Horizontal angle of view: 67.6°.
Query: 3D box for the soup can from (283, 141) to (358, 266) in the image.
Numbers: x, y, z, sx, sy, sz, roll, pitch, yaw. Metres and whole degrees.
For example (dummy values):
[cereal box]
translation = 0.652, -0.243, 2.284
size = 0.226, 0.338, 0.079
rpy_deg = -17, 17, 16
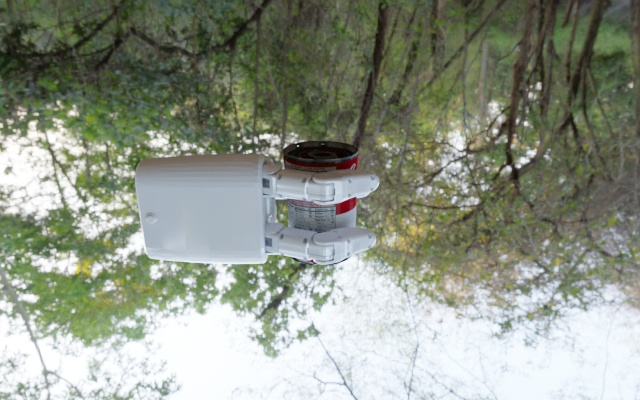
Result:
[soup can]
translation = 0.001, 0.002, 0.448
size = 0.068, 0.102, 0.068
rpy_deg = 0, 20, 0
